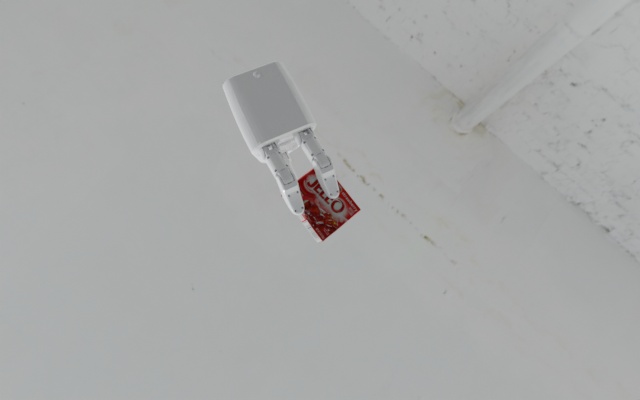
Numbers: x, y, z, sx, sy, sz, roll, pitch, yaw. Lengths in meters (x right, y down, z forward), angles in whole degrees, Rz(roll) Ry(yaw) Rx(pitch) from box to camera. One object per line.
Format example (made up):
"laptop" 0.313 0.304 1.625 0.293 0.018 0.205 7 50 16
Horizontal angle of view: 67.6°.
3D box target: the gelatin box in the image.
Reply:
"gelatin box" 0.000 0.003 0.668 0.073 0.089 0.030 -39 3 -18
